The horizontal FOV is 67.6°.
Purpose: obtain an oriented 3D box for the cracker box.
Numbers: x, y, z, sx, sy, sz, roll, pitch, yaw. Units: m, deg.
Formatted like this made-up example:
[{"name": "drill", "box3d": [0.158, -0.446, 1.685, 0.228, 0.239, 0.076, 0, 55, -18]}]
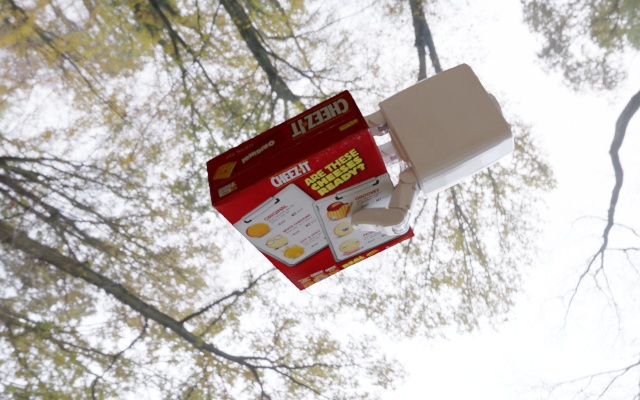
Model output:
[{"name": "cracker box", "box3d": [0.000, 0.002, 0.533, 0.164, 0.072, 0.214, -26, -39, 6]}]
